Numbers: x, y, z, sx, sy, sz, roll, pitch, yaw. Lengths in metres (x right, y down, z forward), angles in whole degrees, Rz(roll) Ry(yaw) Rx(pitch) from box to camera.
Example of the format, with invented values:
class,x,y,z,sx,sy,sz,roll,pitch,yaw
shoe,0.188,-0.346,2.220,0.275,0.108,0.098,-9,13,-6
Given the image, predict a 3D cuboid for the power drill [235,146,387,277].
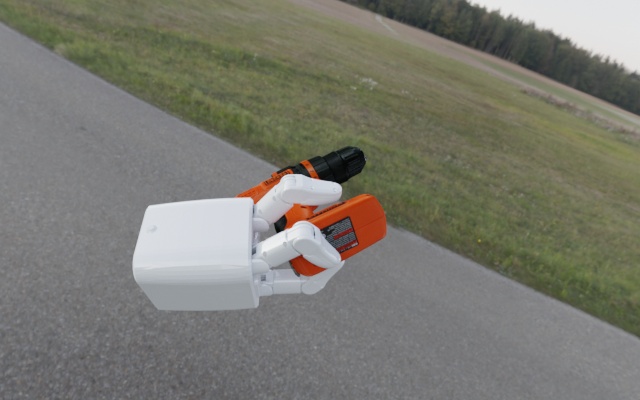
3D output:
class,x,y,z,sx,sy,sz,roll,pitch,yaw
power drill,0.000,0.002,0.548,0.184,0.057,0.187,-28,25,-11
